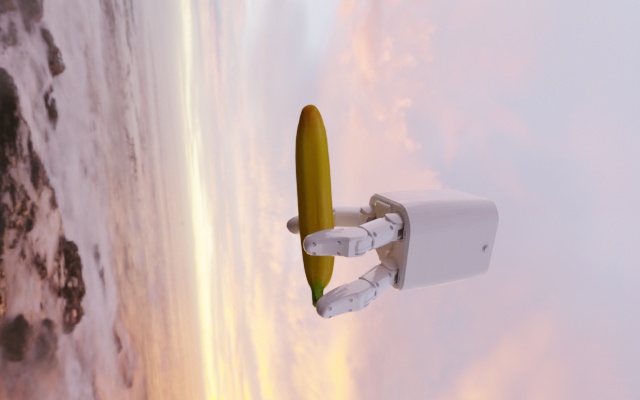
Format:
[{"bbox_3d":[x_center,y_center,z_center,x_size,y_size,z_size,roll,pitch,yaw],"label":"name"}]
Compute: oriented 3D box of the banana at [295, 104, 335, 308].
[{"bbox_3d":[-0.003,0.004,0.491,0.037,0.198,0.069,-5,3,-11],"label":"banana"}]
